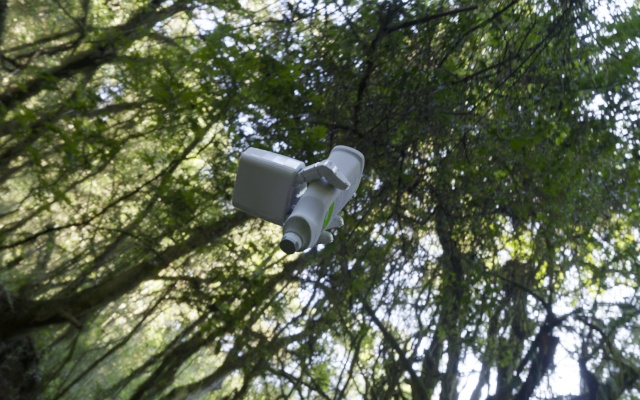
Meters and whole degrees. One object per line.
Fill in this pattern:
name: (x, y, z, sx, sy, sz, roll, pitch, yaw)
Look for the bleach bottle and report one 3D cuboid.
bleach bottle: (0.000, 0.003, 0.810, 0.068, 0.103, 0.250, 20, 36, 14)
